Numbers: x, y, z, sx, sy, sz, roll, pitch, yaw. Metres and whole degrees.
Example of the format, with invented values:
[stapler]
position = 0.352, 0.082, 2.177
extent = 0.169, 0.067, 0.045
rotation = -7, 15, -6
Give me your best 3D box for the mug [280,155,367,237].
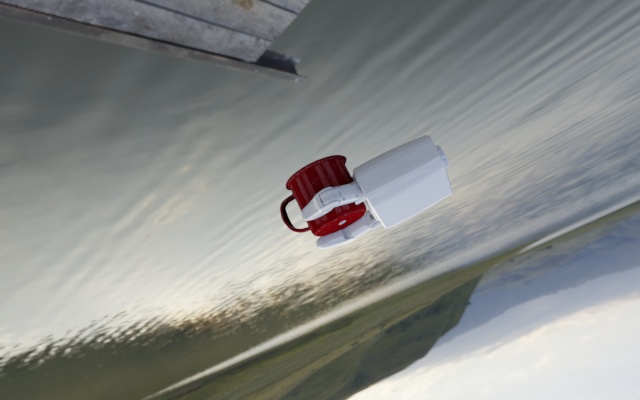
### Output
[mug]
position = -0.001, 0.003, 0.651
extent = 0.117, 0.081, 0.093
rotation = -28, -15, 7
